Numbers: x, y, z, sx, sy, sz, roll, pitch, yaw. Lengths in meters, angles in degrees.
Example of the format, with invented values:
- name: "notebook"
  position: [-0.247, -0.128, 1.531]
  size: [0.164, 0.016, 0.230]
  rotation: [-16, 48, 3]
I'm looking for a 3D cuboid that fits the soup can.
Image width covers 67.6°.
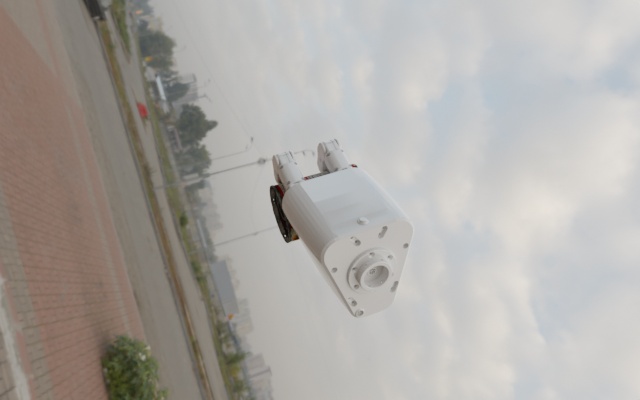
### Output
- name: "soup can"
  position: [0.000, 0.002, 0.550]
  size: [0.102, 0.068, 0.068]
  rotation: [-17, 4, -14]
